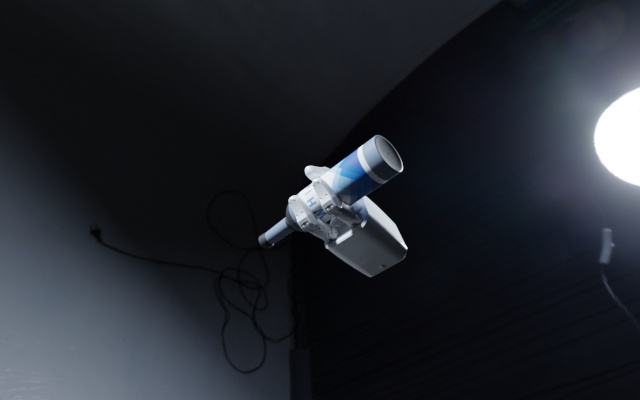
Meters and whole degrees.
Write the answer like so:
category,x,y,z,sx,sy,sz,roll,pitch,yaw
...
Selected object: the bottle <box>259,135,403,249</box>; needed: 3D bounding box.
category,x,y,z,sx,sy,sz,roll,pitch,yaw
bottle,0.000,0.002,0.792,0.296,0.069,0.069,-36,-20,31
